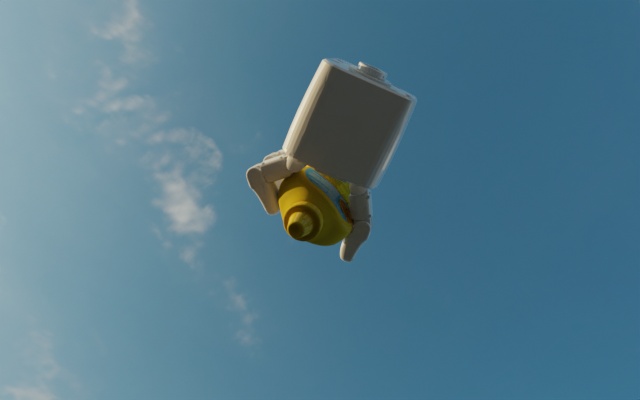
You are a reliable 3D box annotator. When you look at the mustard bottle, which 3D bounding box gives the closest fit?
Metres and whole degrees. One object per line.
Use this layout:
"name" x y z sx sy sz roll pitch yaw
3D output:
"mustard bottle" 0.000 0.002 0.556 0.058 0.096 0.191 -39 4 22
